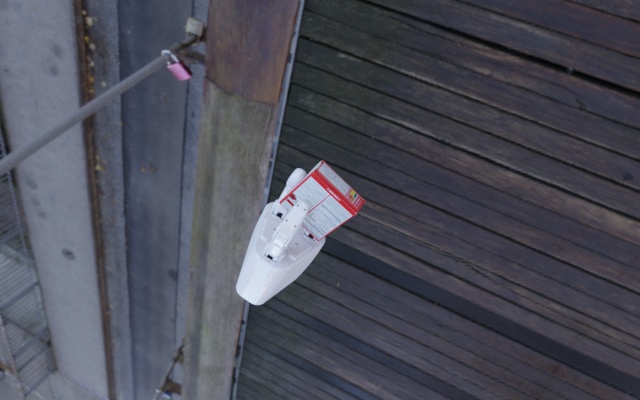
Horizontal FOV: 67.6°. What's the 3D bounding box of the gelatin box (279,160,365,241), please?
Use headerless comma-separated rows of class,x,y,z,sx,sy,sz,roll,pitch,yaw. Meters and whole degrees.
gelatin box,0.000,0.002,0.595,0.089,0.073,0.030,-39,10,47
